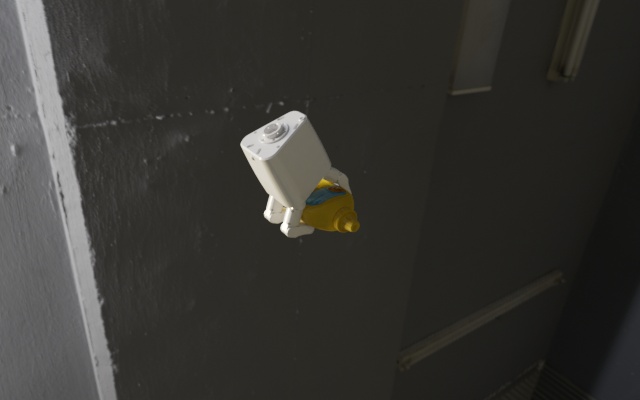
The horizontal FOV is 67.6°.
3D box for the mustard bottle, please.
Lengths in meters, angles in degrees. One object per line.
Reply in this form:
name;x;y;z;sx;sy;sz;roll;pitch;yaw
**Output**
mustard bottle;0.000;0.003;0.813;0.096;0.058;0.191;-20;35;-30
